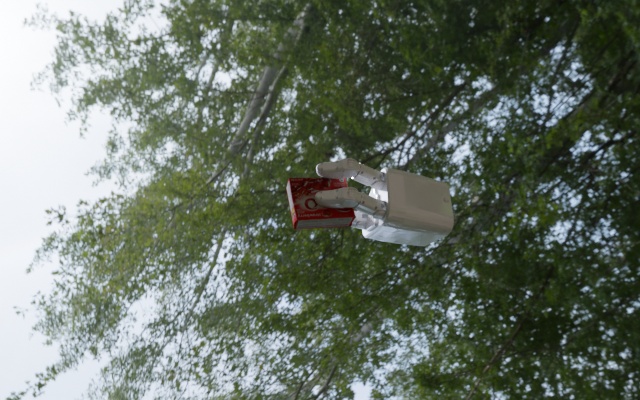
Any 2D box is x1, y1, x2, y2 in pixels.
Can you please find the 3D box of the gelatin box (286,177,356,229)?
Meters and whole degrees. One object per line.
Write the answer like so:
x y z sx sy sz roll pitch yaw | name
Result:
0.000 0.003 0.693 0.089 0.073 0.030 -2 -33 -16 | gelatin box
